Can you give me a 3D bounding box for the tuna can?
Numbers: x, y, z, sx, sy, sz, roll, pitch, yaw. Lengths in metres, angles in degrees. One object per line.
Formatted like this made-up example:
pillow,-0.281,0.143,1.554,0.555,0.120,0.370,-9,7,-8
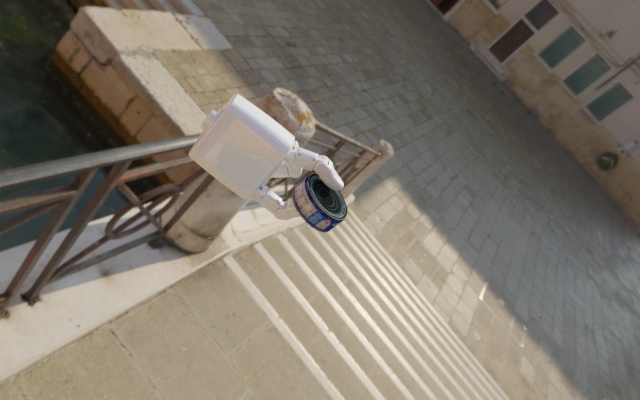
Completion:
tuna can,0.001,0.002,0.707,0.034,0.086,0.086,-37,-20,29
